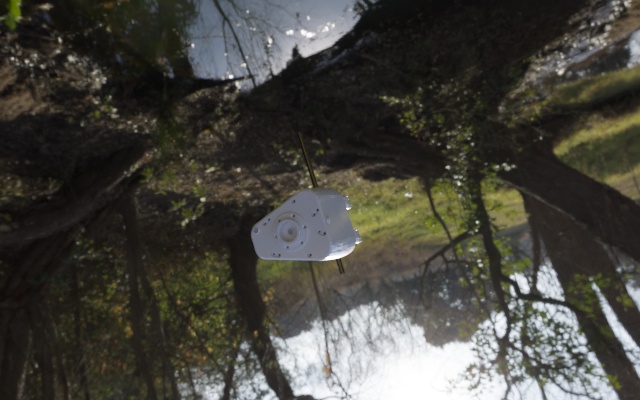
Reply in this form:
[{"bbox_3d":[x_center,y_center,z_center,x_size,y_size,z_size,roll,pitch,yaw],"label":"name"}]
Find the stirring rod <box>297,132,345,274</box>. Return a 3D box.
[{"bbox_3d":[0.000,0.002,0.775,0.011,0.239,0.011,-17,-6,-2],"label":"stirring rod"}]
